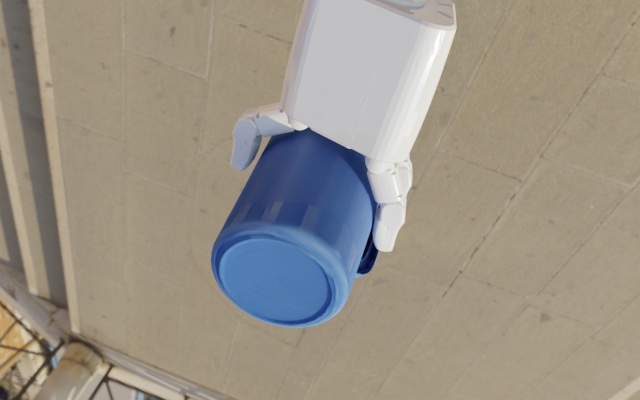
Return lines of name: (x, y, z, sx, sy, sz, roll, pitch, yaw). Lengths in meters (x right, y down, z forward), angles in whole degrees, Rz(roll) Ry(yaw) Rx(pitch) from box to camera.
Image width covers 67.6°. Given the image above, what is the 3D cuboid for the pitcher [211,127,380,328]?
pitcher: (0.000, 0.001, 0.448, 0.149, 0.145, 0.242, 19, 37, 2)
